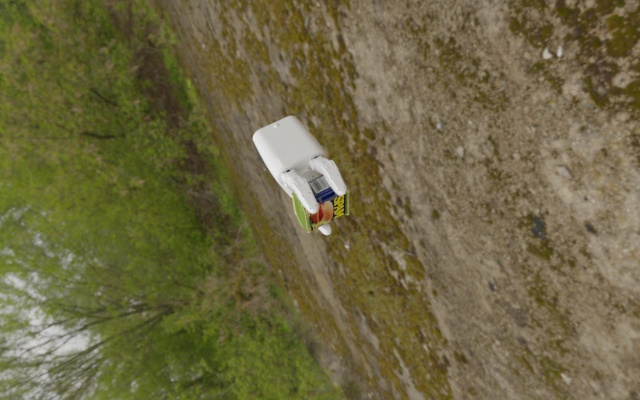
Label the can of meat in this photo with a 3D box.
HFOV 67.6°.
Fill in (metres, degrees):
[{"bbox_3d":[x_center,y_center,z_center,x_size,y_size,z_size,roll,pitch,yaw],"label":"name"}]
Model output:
[{"bbox_3d":[0.000,0.003,0.824,0.084,0.057,0.102,-27,-29,-13],"label":"can of meat"}]
